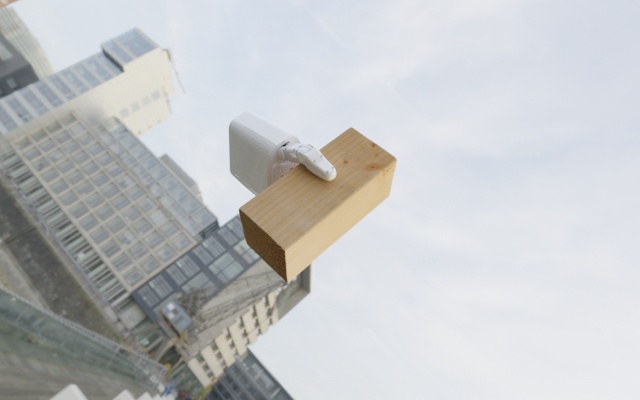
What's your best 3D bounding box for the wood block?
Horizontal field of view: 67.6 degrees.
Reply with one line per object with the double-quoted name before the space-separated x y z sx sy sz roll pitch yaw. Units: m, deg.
"wood block" 0.000 0.002 0.656 0.206 0.091 0.090 -39 63 -24
